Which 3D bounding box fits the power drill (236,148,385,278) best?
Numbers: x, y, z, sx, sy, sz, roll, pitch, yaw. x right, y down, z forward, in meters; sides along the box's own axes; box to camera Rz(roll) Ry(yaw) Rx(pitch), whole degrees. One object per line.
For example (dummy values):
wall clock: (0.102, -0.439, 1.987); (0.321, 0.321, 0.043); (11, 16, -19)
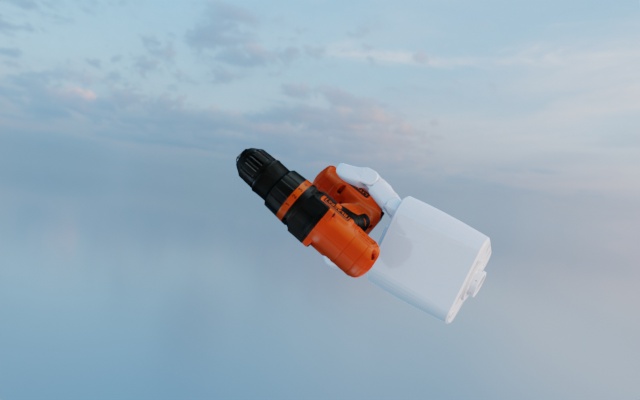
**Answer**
power drill: (0.000, 0.002, 0.571); (0.184, 0.057, 0.187); (42, 17, 6)
